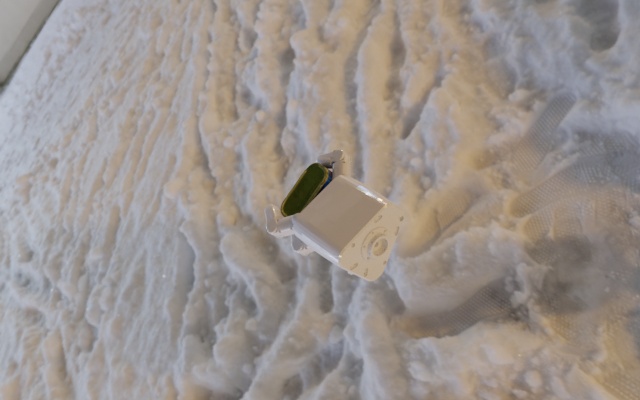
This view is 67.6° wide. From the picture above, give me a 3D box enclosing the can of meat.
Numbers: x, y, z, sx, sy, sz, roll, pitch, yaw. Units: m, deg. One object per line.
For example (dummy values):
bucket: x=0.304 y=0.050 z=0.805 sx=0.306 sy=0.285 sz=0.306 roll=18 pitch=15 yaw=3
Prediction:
can of meat: x=0.000 y=0.002 z=0.733 sx=0.084 sy=0.102 sz=0.057 roll=31 pitch=5 yaw=-42
